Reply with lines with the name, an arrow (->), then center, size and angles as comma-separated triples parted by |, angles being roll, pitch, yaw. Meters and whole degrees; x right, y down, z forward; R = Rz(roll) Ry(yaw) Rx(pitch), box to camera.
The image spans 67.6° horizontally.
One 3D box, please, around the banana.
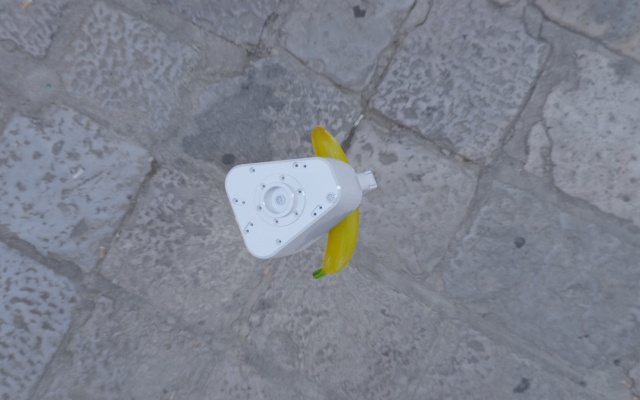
banana -> 0.016, 0.006, 0.592 | 0.069, 0.198, 0.037 | 4, 6, 30
